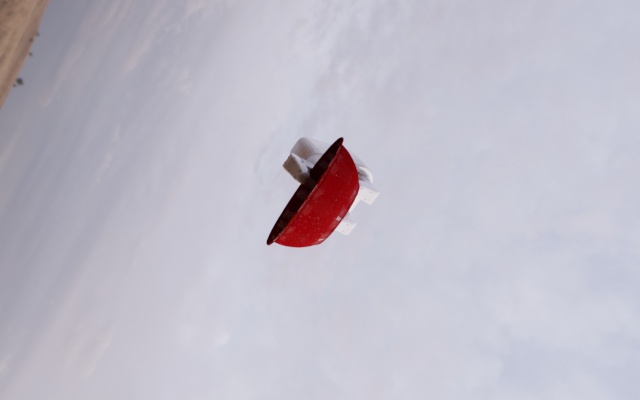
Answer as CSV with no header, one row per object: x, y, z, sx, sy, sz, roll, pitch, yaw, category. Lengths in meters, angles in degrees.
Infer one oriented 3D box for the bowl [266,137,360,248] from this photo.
0.000,0.003,0.591,0.055,0.162,0.162,35,-5,-8,bowl
